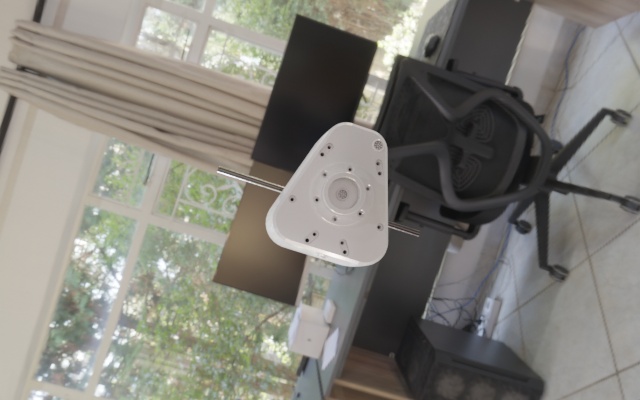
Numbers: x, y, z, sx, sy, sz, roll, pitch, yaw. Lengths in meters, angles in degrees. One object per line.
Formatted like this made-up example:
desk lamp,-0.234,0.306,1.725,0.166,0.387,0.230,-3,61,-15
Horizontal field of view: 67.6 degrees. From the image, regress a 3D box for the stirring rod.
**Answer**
stirring rod,0.000,0.002,0.543,0.239,0.011,0.011,18,-2,-5
